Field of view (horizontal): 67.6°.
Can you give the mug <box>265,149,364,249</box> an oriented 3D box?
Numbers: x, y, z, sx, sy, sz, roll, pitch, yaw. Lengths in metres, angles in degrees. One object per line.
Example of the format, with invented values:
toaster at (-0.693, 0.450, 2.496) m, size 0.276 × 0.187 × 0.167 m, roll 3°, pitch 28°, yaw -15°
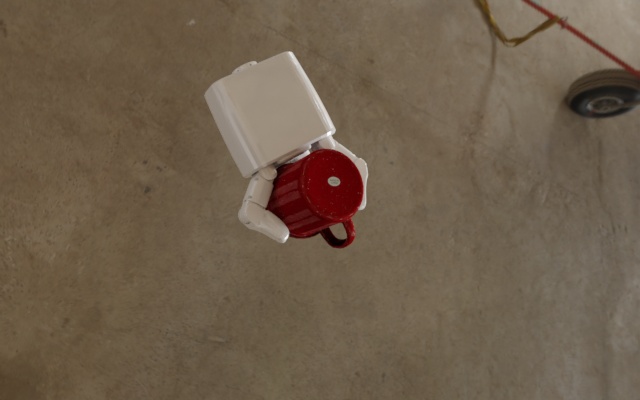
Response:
mug at (0.001, 0.003, 0.535) m, size 0.093 × 0.117 × 0.081 m, roll -30°, pitch 4°, yaw -33°
